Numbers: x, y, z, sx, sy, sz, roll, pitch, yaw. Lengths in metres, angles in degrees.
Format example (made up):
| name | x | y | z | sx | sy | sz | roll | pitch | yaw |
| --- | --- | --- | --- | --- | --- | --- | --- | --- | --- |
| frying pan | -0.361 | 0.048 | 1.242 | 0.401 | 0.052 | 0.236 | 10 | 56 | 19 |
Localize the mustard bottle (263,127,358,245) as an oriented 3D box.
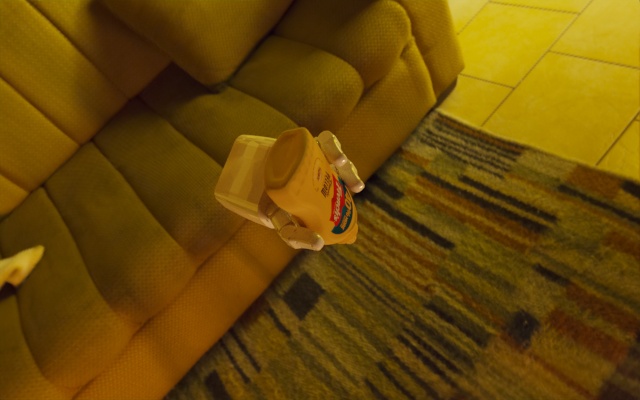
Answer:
| name | x | y | z | sx | sy | sz | roll | pitch | yaw |
| --- | --- | --- | --- | --- | --- | --- | --- | --- | --- |
| mustard bottle | 0.000 | 0.002 | 0.617 | 0.058 | 0.096 | 0.192 | -8 | -38 | 27 |
